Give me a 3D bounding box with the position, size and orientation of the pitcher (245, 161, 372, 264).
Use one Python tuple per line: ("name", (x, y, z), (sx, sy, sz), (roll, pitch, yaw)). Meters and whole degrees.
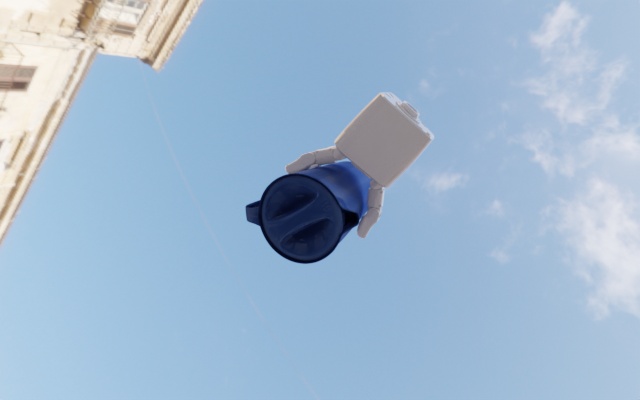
("pitcher", (0.000, 0.002, 0.787), (0.149, 0.145, 0.243), (44, 23, 7))
